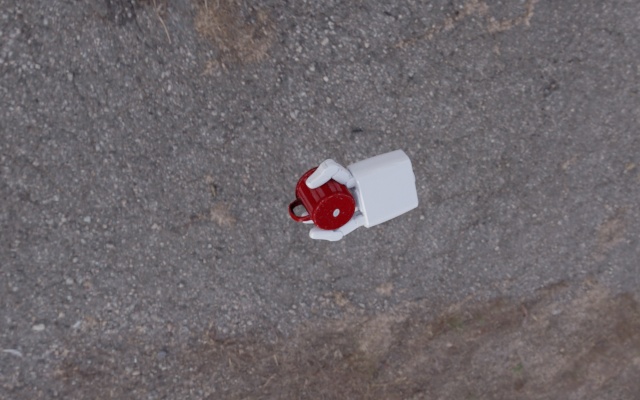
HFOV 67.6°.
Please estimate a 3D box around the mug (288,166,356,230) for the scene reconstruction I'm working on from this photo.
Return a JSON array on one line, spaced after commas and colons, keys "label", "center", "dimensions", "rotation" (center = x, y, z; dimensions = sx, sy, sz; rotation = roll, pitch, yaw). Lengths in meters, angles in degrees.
[{"label": "mug", "center": [-0.001, 0.003, 0.842], "dimensions": [0.117, 0.093, 0.081], "rotation": [-21, 41, -9]}]
